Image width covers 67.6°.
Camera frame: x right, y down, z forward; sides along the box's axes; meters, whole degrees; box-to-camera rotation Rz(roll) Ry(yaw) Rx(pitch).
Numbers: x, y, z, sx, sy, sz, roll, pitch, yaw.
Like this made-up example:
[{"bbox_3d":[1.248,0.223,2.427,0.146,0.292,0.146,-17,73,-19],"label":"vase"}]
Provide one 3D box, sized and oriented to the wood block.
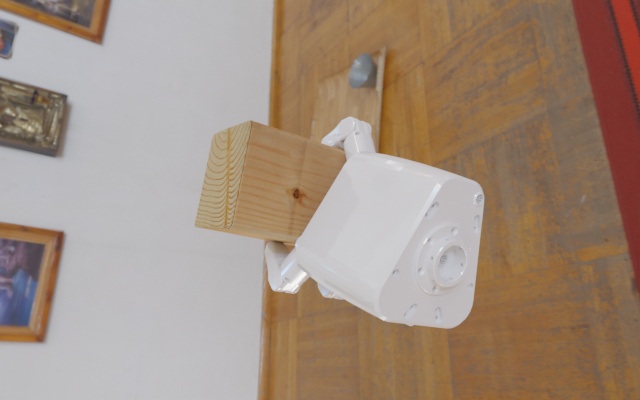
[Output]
[{"bbox_3d":[0.000,0.001,0.460,0.206,0.091,0.090,15,-10,-32],"label":"wood block"}]
